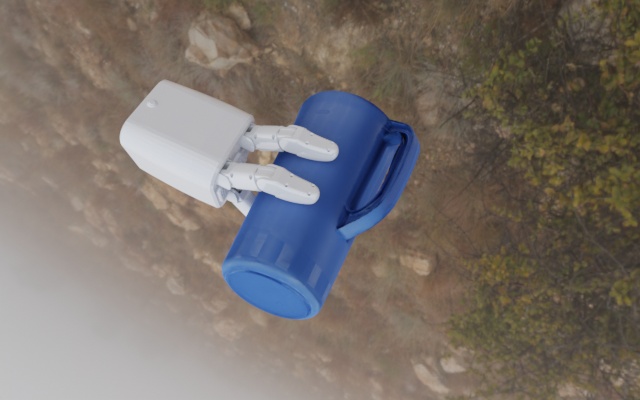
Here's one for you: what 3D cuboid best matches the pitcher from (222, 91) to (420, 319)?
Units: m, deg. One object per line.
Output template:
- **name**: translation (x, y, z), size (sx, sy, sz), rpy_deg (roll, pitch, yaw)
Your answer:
- **pitcher**: translation (0.000, 0.002, 0.526), size (0.145, 0.242, 0.149), rpy_deg (26, -33, -1)
